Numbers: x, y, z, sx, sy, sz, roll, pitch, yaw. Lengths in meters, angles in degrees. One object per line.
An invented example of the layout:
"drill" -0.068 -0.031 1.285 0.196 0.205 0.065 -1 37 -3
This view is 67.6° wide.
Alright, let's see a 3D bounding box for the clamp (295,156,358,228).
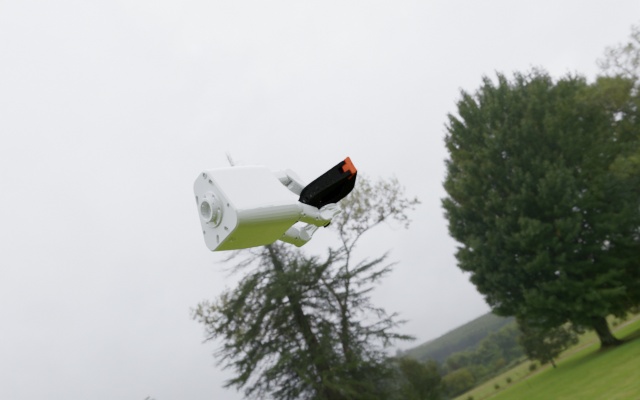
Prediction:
"clamp" 0.000 0.002 0.766 0.164 0.036 0.210 -9 -27 -47
